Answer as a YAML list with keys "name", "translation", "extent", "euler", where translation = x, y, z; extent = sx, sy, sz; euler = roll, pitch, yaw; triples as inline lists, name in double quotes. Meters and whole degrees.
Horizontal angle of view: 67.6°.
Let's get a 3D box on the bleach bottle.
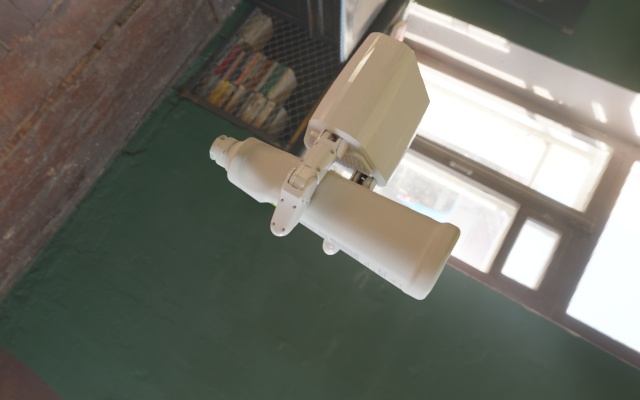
- name: "bleach bottle"
  translation: [0.000, 0.002, 0.451]
  extent: [0.251, 0.068, 0.102]
  euler: [29, -9, 15]
